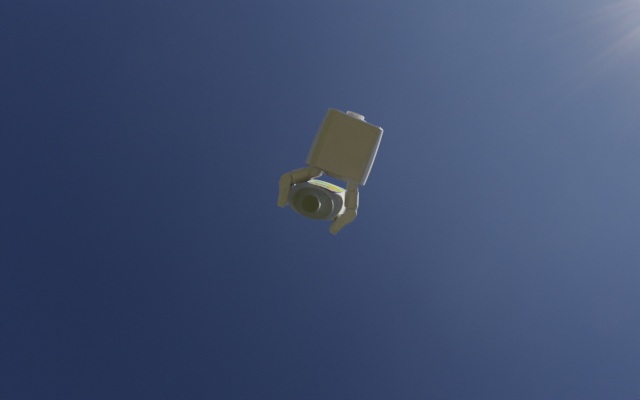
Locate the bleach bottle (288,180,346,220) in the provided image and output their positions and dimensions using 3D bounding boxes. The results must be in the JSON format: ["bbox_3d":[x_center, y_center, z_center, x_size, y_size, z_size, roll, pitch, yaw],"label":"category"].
[{"bbox_3d":[0.000,0.003,0.850,0.102,0.068,0.251,20,4,2],"label":"bleach bottle"}]
